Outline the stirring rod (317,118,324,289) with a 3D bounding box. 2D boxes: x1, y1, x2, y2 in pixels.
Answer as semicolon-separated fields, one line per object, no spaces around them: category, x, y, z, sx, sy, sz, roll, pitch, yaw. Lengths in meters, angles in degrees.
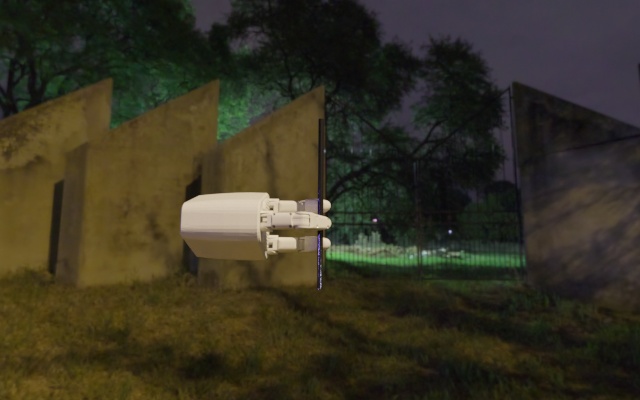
stirring rod;0.000;0.002;0.668;0.011;0.239;0.011;0;-9;0
